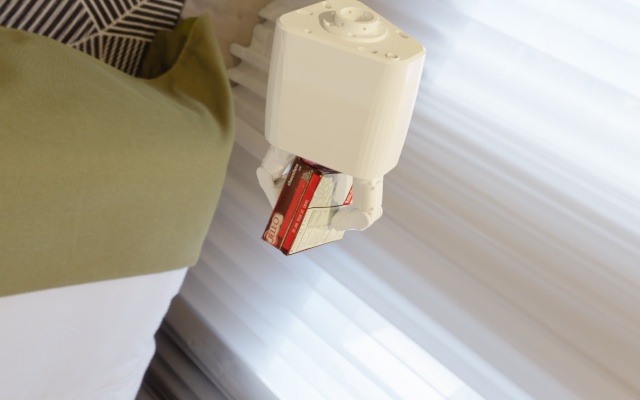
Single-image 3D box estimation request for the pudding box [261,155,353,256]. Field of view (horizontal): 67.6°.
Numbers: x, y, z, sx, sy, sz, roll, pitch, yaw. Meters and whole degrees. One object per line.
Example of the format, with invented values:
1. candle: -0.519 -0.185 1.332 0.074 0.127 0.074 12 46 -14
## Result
1. pudding box: 0.000 0.002 0.477 0.039 0.090 0.113 34 20 25
